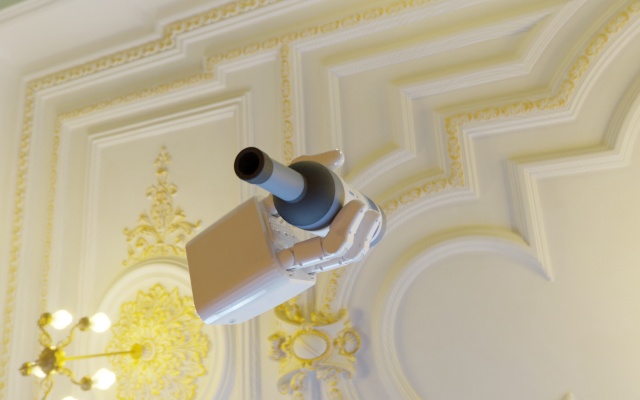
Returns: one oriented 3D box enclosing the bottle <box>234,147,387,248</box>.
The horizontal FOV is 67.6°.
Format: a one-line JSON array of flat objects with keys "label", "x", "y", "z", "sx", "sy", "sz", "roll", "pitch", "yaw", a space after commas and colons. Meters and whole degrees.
[{"label": "bottle", "x": 0.000, "y": 0.002, "z": 0.497, "sx": 0.069, "sy": 0.069, "sz": 0.296, "roll": 0, "pitch": -12, "yaw": 22}]
